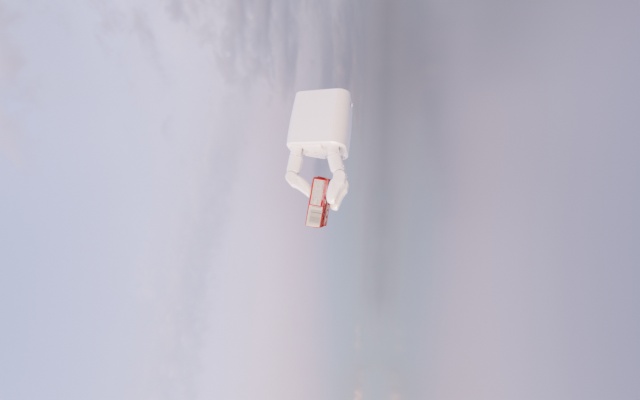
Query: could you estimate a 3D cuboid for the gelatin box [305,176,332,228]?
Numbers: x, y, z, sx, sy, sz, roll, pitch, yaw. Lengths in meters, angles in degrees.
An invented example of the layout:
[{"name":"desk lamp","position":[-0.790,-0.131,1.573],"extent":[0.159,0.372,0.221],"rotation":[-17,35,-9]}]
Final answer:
[{"name":"gelatin box","position":[0.000,0.003,0.857],"extent":[0.030,0.089,0.073],"rotation":[10,2,9]}]
